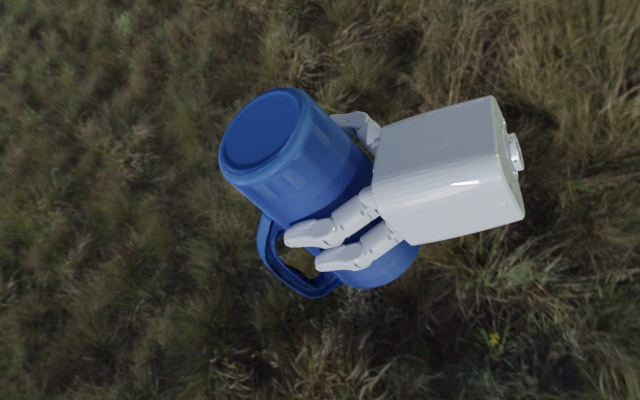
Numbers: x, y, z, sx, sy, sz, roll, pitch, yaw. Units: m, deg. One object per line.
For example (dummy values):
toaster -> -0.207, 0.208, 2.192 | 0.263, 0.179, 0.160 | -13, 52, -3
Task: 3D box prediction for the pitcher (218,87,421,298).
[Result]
pitcher -> 0.000, 0.002, 0.515 | 0.145, 0.149, 0.243 | -13, -35, 29
